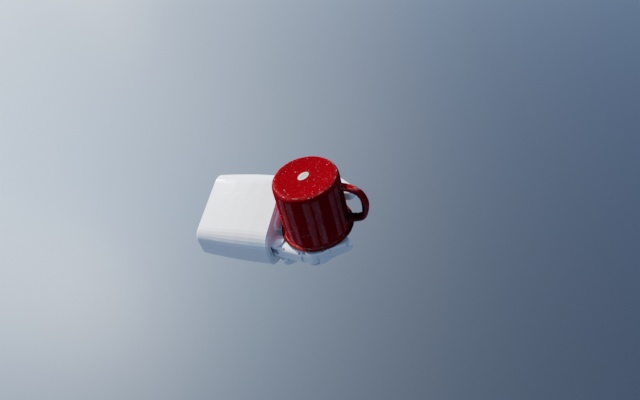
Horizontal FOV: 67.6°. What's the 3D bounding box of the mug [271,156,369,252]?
[{"bbox_3d":[0.001,0.002,0.571,0.117,0.082,0.093,4,45,19],"label":"mug"}]
